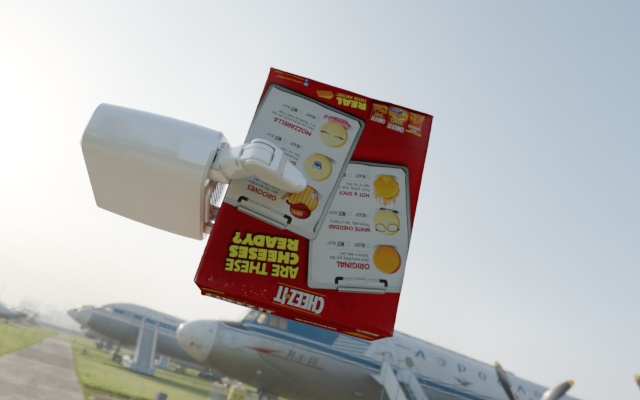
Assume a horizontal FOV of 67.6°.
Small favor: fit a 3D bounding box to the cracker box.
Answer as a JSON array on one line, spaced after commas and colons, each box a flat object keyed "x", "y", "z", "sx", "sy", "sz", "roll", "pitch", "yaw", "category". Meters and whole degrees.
[{"x": 0.000, "y": 0.001, "z": 0.438, "sx": 0.164, "sy": 0.213, "sz": 0.072, "roll": 16, "pitch": -22, "yaw": -2, "category": "cracker box"}]
